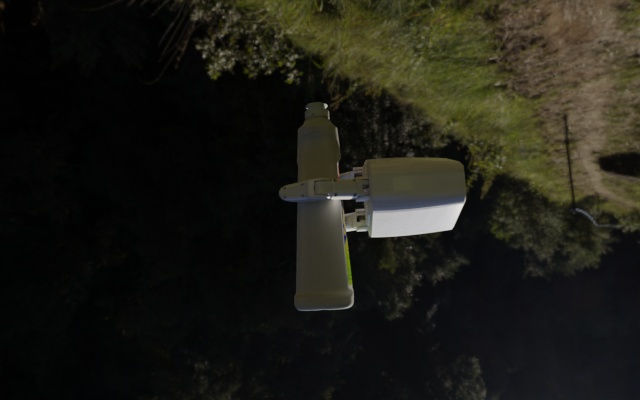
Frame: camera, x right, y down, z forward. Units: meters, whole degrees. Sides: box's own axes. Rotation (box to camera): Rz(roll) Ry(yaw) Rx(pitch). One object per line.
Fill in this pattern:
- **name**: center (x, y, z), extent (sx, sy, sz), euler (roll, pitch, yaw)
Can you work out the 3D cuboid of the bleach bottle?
- **bleach bottle**: center (0.000, 0.002, 0.581), extent (0.068, 0.250, 0.102), euler (-3, -9, 4)
